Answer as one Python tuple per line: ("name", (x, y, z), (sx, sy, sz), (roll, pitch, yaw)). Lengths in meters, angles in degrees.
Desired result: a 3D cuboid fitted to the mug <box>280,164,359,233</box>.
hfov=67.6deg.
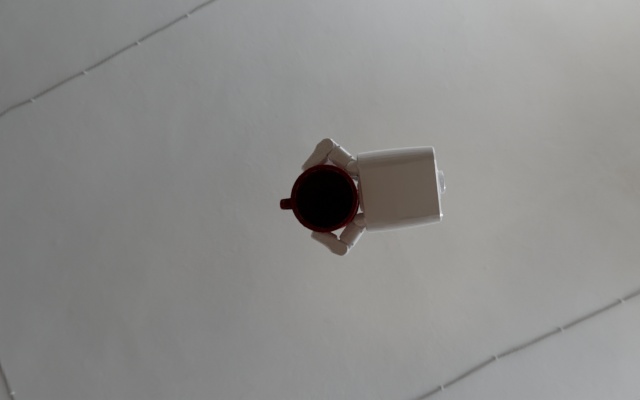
("mug", (-0.001, 0.003, 0.684), (0.117, 0.093, 0.081), (-8, -7, 10))
